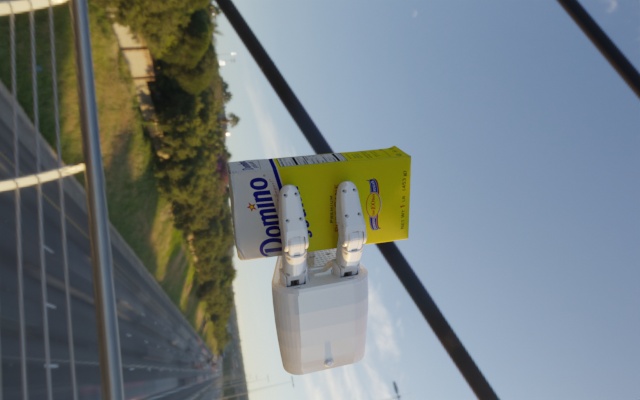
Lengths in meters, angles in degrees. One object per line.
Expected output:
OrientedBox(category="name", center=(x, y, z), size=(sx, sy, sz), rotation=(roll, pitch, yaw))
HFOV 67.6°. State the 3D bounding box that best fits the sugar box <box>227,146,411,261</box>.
OrientedBox(category="sugar box", center=(0.000, 0.002, 0.476), size=(0.176, 0.093, 0.048), rotation=(-8, 21, -13))
